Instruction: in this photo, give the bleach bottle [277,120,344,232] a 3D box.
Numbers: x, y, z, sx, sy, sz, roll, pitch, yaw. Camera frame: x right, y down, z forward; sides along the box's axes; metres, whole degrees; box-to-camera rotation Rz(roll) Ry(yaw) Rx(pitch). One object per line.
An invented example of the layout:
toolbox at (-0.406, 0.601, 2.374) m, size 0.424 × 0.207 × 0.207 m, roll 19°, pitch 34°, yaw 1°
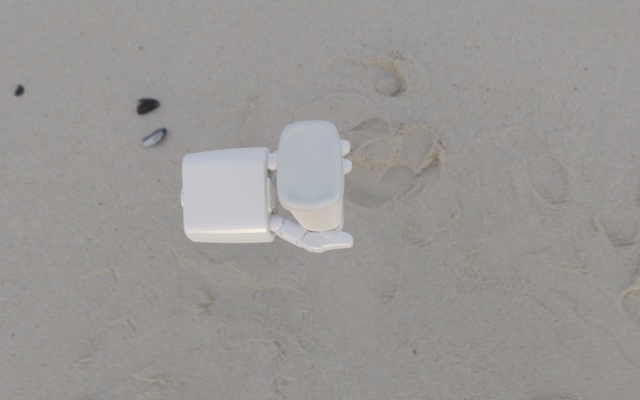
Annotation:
bleach bottle at (0.000, 0.002, 0.593) m, size 0.068 × 0.102 × 0.251 m, roll -3°, pitch -20°, yaw 5°
